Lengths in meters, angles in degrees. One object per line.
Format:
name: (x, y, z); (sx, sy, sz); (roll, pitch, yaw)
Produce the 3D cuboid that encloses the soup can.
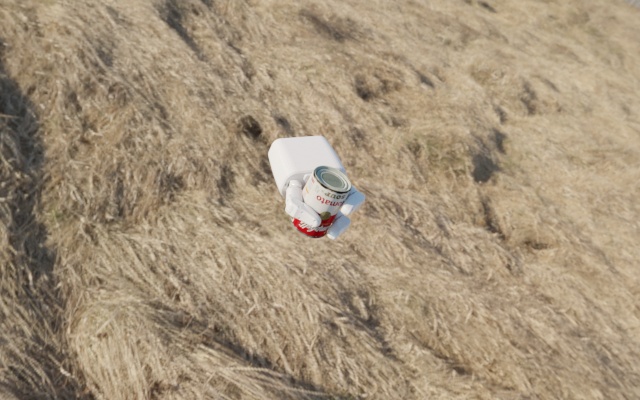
soup can: (0.000, 0.003, 0.777); (0.068, 0.102, 0.068); (20, 34, -14)
